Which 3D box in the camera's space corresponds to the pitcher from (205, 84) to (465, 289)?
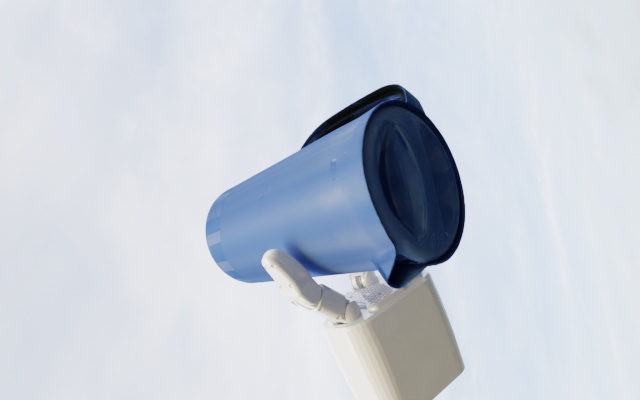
[{"bbox_3d":[0.000,0.002,0.452,0.243,0.145,0.149,-18,11,43],"label":"pitcher"}]
